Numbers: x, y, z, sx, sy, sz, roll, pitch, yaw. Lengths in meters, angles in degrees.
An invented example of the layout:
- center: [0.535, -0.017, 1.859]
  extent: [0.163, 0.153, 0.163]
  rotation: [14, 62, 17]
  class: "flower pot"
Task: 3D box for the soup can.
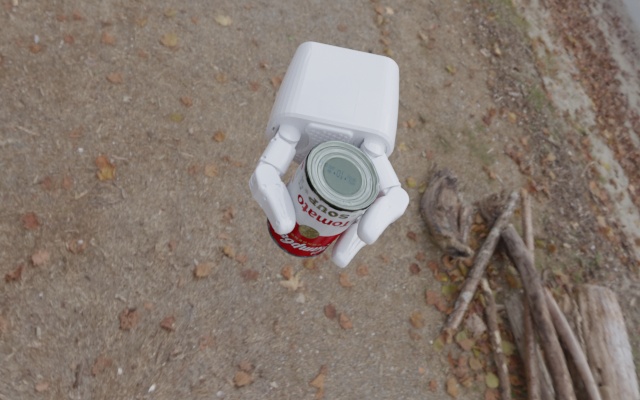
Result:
- center: [0.000, 0.002, 0.421]
  extent: [0.068, 0.068, 0.102]
  rotation: [0, -27, -26]
  class: "soup can"
